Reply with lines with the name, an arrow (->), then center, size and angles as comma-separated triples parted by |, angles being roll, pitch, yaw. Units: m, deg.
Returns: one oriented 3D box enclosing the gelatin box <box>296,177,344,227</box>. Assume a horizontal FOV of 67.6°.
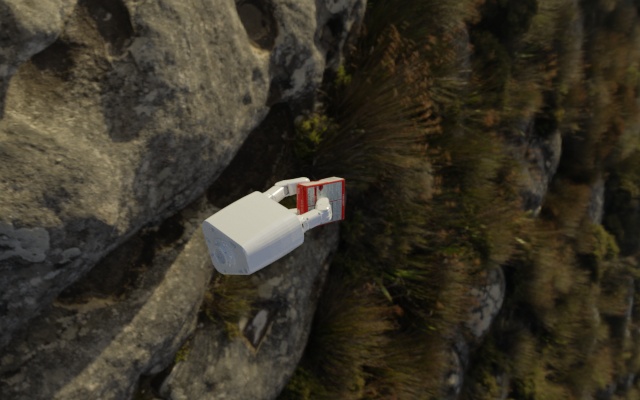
gelatin box -> 0.001, 0.003, 0.814 | 0.089, 0.073, 0.030 | -13, 19, -39
